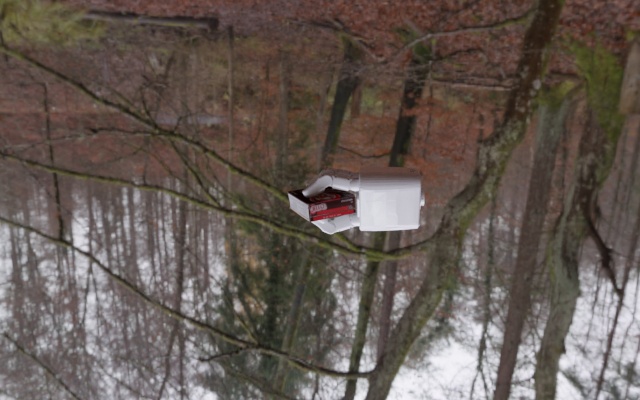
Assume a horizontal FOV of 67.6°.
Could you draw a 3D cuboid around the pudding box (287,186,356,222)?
[{"bbox_3d":[0.000,0.003,0.868,0.090,0.039,0.113,-9,13,-21],"label":"pudding box"}]
